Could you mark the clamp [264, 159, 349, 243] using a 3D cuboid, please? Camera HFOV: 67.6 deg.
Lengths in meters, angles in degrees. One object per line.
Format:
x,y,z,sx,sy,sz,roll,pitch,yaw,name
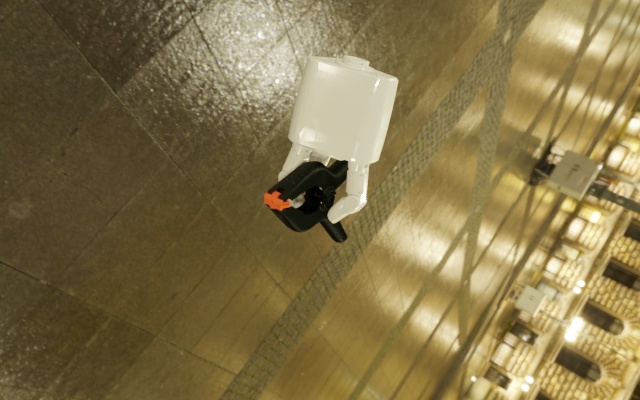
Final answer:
0.000,0.002,0.643,0.036,0.165,0.210,23,24,30,clamp
